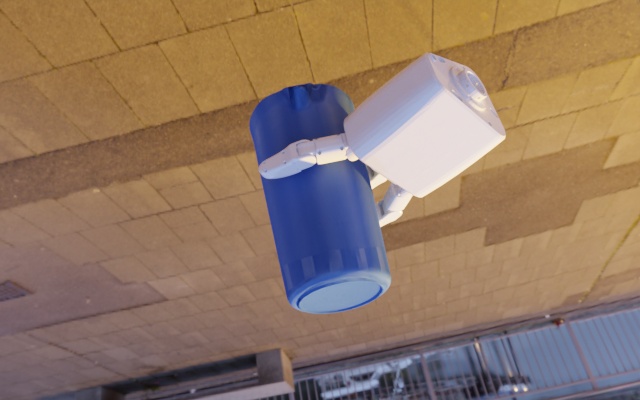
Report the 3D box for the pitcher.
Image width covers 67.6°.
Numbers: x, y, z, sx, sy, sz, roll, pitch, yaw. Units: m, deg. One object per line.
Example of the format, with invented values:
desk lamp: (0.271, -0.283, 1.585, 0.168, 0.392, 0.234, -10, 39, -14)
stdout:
pitcher: (0.000, 0.002, 0.549, 0.149, 0.242, 0.145, 18, -41, -40)
